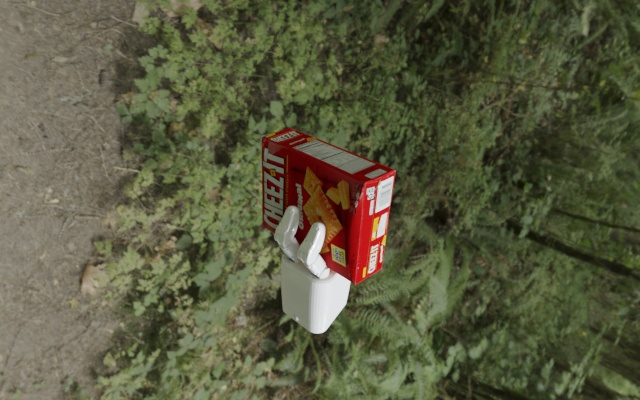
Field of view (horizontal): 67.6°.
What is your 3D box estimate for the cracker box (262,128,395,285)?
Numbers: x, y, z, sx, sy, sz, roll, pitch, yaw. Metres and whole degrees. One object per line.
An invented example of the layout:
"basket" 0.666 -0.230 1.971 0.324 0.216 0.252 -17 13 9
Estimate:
"cracker box" 0.000 0.002 0.718 0.213 0.164 0.072 27 35 37
